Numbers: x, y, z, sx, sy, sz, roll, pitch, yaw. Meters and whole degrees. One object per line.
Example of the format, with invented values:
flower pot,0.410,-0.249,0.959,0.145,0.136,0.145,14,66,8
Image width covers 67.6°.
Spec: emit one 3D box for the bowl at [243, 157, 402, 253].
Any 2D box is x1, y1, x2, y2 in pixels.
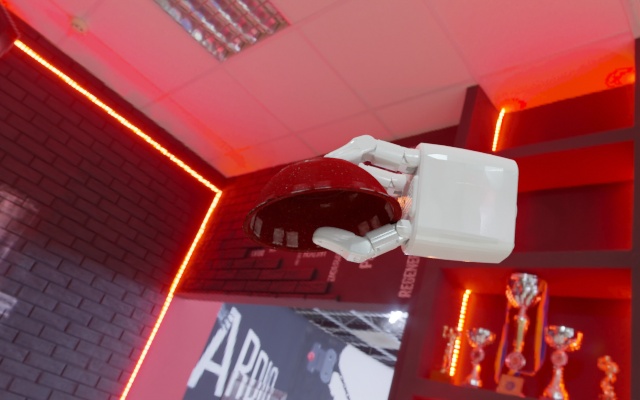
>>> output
bowl,-0.001,0.001,0.494,0.162,0.055,0.162,-5,-26,-3
